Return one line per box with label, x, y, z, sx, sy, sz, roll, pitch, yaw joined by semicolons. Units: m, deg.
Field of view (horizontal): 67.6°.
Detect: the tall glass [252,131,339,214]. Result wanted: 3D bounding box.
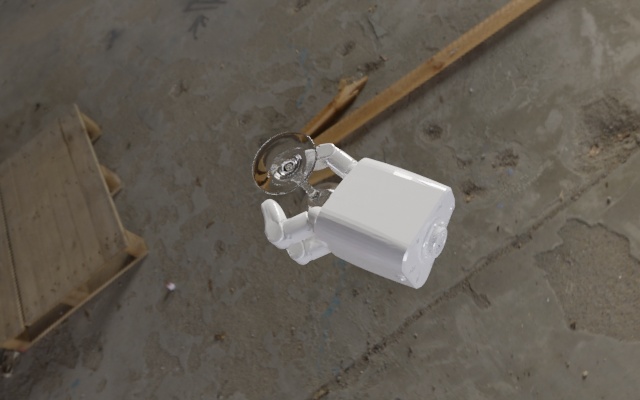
tall glass;0.000;0.001;0.573;0.079;0.079;0.201;0;-25;24
